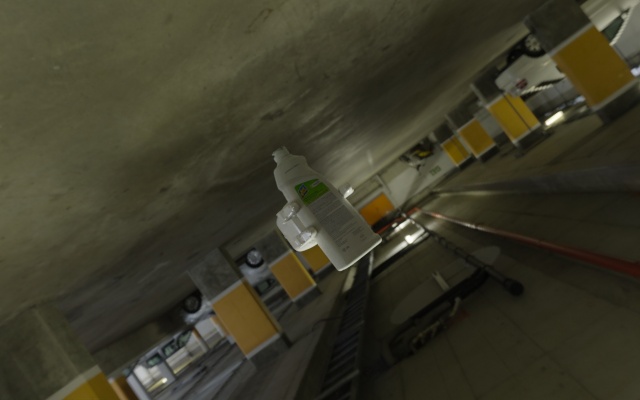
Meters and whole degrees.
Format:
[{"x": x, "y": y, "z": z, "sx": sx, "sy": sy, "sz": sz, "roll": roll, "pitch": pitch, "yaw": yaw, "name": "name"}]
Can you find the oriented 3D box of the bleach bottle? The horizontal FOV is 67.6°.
[{"x": 0.000, "y": 0.003, "z": 0.894, "sx": 0.102, "sy": 0.251, "sz": 0.068, "roll": -34, "pitch": -4, "yaw": -24, "name": "bleach bottle"}]
